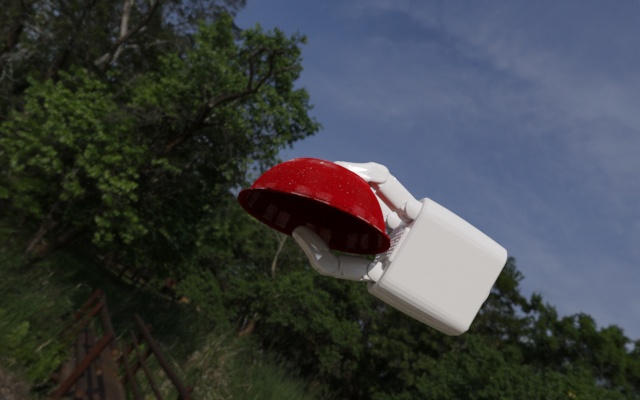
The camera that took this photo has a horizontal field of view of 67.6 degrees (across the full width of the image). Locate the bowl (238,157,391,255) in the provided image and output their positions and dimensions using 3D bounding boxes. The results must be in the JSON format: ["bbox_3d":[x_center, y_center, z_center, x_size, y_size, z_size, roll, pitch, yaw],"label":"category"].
[{"bbox_3d":[-0.001,0.001,0.490,0.162,0.055,0.162,16,-18,5],"label":"bowl"}]
